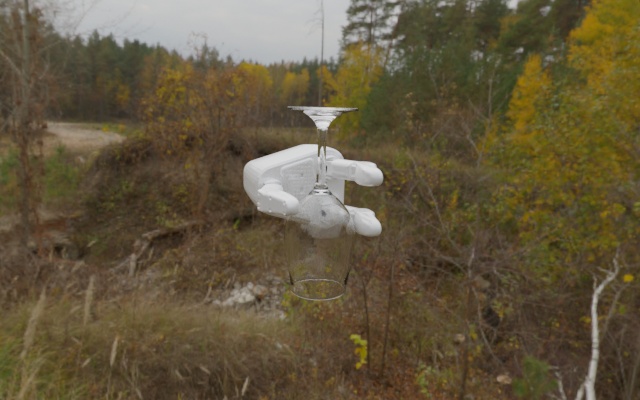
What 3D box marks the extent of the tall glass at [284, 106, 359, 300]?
[{"bbox_3d":[0.000,0.001,0.513,0.079,0.201,0.079,1,11,0],"label":"tall glass"}]
